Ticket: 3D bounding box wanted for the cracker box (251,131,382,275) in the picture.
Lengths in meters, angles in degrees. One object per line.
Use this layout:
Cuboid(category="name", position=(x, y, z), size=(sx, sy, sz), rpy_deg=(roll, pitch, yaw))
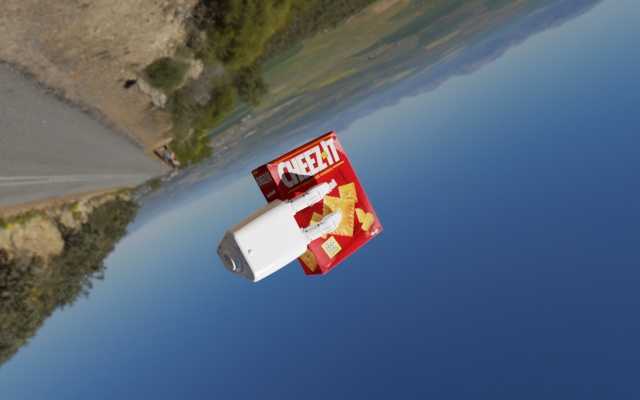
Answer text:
Cuboid(category="cracker box", position=(0.000, 0.003, 0.867), size=(0.164, 0.214, 0.072), rpy_deg=(-31, 8, -33))
